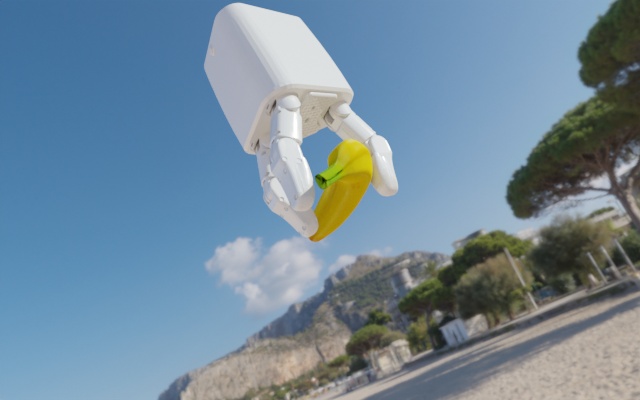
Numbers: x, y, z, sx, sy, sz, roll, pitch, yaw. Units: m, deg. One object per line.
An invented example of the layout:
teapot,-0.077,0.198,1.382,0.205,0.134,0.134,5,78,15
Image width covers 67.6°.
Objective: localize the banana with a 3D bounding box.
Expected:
banana,0.015,-0.010,0.448,0.069,0.037,0.198,-34,-14,-12
